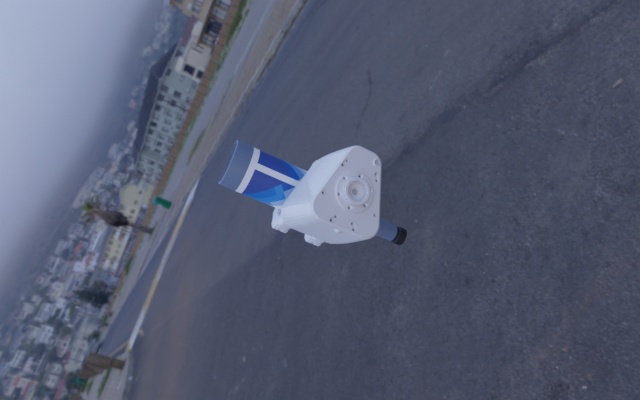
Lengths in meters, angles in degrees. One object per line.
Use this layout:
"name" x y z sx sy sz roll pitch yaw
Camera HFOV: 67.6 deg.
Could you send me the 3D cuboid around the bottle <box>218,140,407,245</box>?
"bottle" 0.000 0.002 0.707 0.296 0.069 0.069 23 -8 -18
